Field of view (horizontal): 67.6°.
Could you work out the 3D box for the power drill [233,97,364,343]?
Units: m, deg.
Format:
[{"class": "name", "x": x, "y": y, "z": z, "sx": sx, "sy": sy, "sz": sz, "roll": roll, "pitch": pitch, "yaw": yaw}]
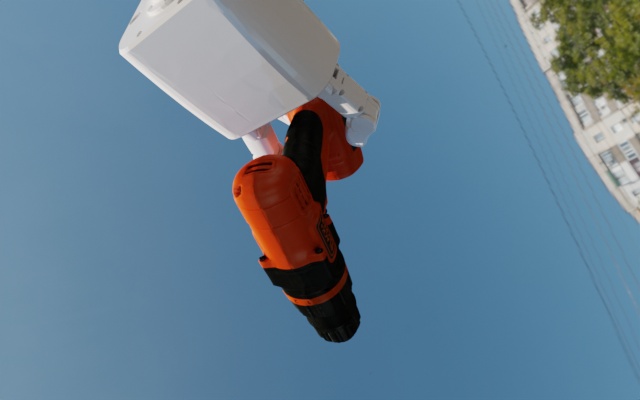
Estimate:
[{"class": "power drill", "x": 0.000, "y": 0.001, "z": 0.404, "sx": 0.057, "sy": 0.185, "sz": 0.187, "roll": -9, "pitch": 40, "yaw": 16}]
